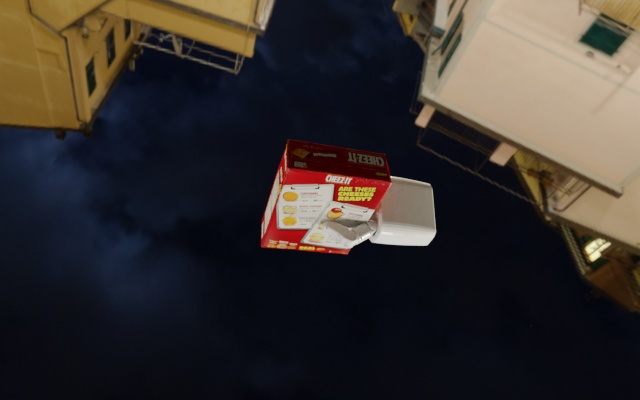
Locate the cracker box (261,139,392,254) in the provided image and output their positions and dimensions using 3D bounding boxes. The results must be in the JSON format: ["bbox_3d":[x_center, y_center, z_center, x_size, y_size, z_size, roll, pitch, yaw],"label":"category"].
[{"bbox_3d":[0.000,0.003,0.798,0.164,0.072,0.214,7,-39,-15],"label":"cracker box"}]
